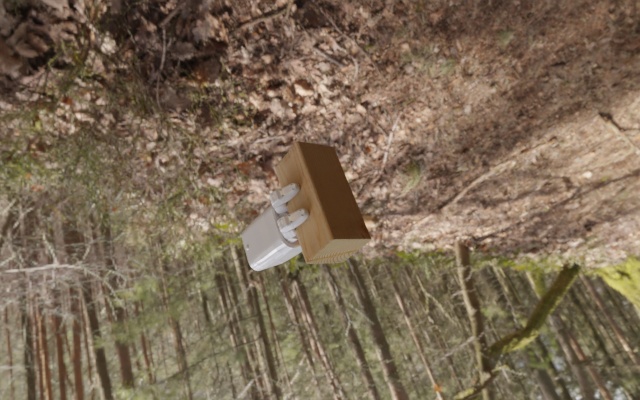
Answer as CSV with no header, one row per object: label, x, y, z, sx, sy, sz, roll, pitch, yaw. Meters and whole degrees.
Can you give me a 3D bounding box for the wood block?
wood block,0.000,0.003,0.873,0.091,0.206,0.090,4,-36,-39
